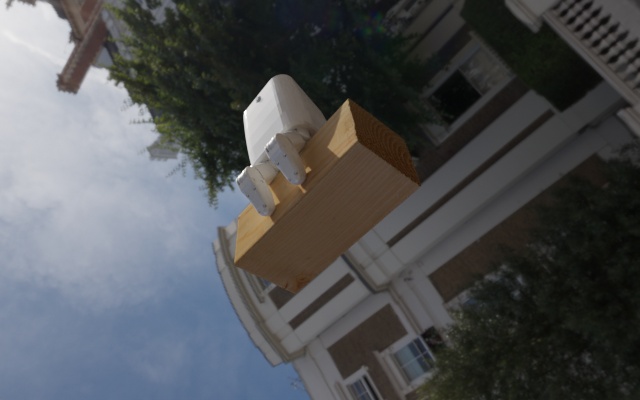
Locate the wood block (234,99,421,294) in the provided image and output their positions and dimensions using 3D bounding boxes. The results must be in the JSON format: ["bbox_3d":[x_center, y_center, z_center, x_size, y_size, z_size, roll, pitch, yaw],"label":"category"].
[{"bbox_3d":[0.000,0.002,0.540,0.091,0.090,0.206,30,-59,-27],"label":"wood block"}]
